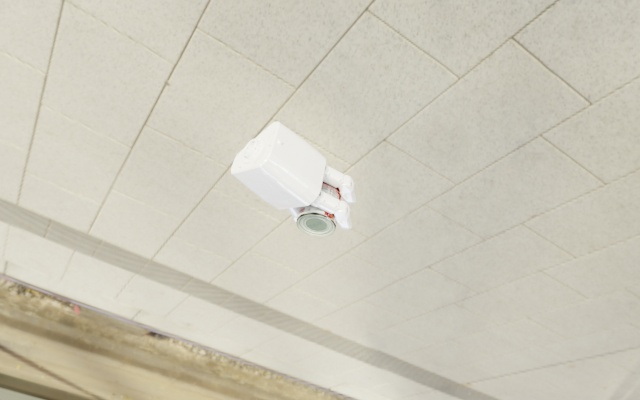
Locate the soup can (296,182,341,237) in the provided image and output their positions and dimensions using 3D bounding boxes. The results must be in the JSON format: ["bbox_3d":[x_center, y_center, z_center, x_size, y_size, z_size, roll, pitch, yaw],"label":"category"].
[{"bbox_3d":[0.000,0.003,0.814,0.068,0.102,0.069,7,-37,5],"label":"soup can"}]
